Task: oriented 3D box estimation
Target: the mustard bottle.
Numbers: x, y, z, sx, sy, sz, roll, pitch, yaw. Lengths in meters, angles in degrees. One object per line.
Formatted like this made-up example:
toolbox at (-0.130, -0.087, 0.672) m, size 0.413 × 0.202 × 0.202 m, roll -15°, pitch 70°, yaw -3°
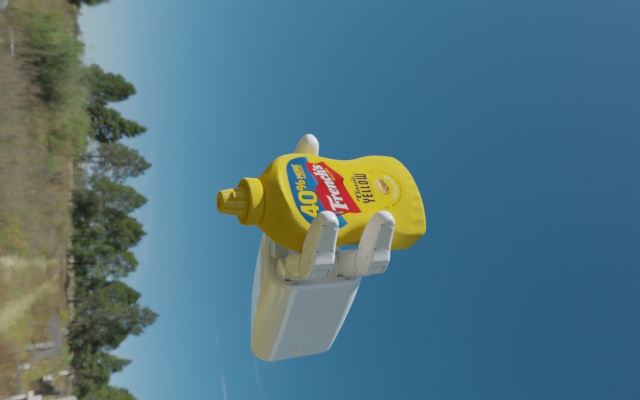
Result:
mustard bottle at (0.000, 0.001, 0.441) m, size 0.191 × 0.096 × 0.058 m, roll 0°, pitch -31°, yaw -27°
